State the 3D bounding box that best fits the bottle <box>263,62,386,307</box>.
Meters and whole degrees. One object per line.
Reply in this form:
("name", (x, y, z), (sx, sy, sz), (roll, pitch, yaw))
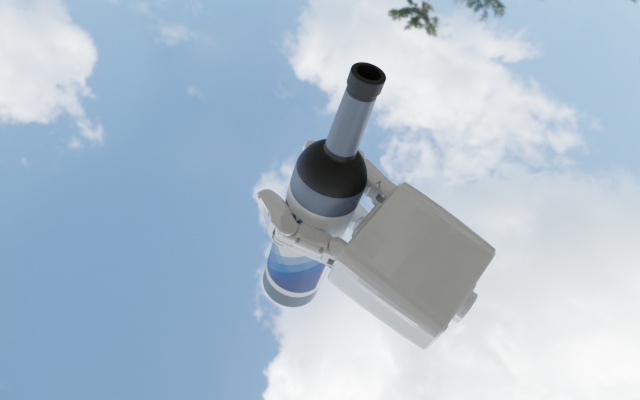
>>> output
("bottle", (0.000, 0.002, 0.454), (0.069, 0.069, 0.296), (0, -40, -18))
